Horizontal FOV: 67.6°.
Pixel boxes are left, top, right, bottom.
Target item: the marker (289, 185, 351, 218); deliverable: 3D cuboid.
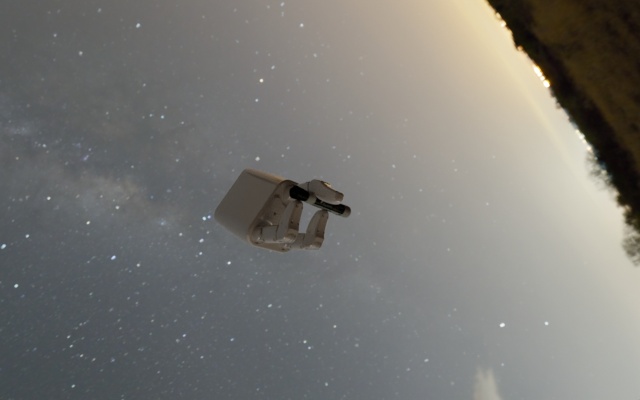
[{"bbox_3d":[0.000,0.002,0.687,0.020,0.020,0.121,0,-15,43],"label":"marker"}]
